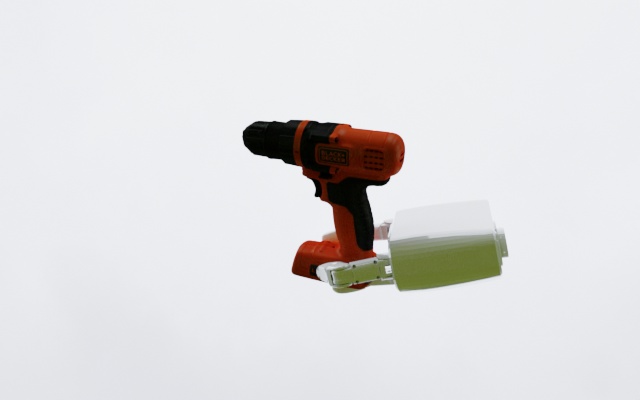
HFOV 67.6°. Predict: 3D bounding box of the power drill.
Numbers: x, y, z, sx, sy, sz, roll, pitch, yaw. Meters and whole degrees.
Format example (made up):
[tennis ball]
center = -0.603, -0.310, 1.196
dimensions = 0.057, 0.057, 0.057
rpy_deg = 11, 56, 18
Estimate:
[power drill]
center = 0.000, 0.002, 0.540
dimensions = 0.184, 0.188, 0.057
rpy_deg = 10, 31, 23
